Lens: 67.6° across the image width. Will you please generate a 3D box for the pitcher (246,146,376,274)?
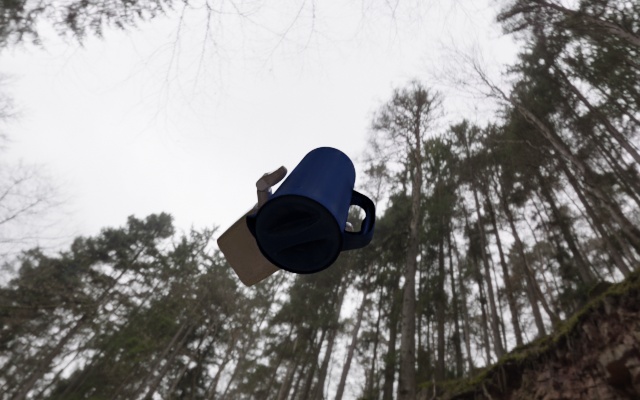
[{"bbox_3d":[0.000,0.003,0.781,0.145,0.149,0.242,-36,14,27],"label":"pitcher"}]
